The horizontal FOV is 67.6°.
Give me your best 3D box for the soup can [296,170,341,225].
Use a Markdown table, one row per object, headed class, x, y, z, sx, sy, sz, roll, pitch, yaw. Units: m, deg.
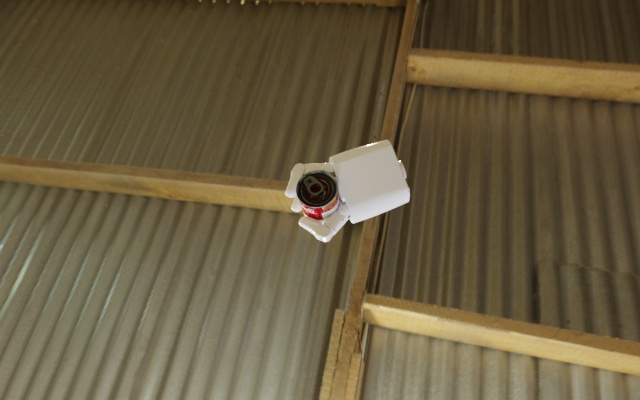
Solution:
| class | x | y | z | sx | sy | sz | roll | pitch | yaw |
| --- | --- | --- | --- | --- | --- | --- | --- | --- | --- |
| soup can | 0.000 | 0.003 | 0.808 | 0.068 | 0.068 | 0.102 | 0 | -26 | 8 |
